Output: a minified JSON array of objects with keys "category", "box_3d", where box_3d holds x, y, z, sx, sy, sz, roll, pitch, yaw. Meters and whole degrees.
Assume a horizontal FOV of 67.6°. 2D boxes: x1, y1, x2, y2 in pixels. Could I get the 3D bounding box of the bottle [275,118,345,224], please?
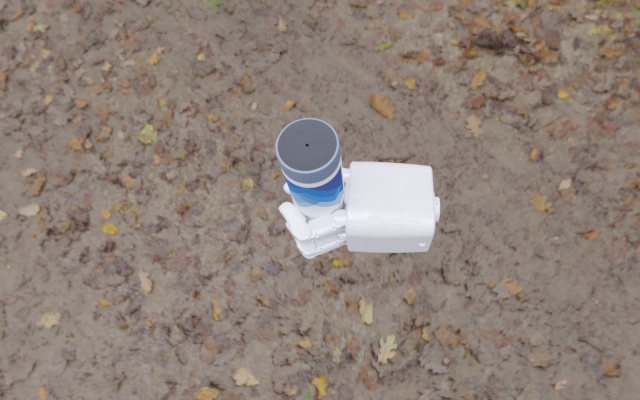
[{"category":"bottle","box_3d":[0.000,0.002,0.625,0.069,0.069,0.296,0,-24,6]}]
